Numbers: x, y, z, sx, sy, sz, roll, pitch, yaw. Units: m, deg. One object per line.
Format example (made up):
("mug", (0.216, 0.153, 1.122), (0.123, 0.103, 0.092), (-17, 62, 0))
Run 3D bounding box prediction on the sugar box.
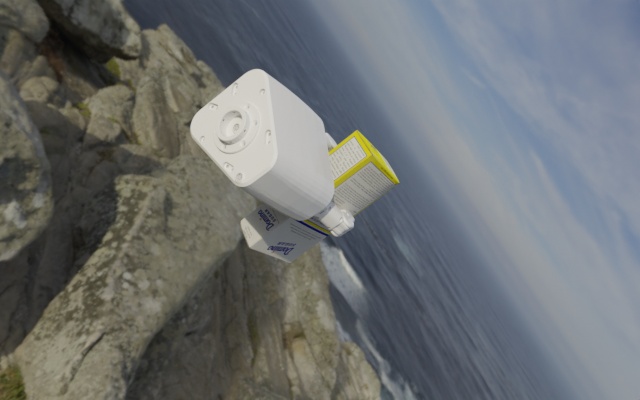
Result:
("sugar box", (0.000, 0.001, 0.564), (0.176, 0.048, 0.093), (-35, -31, 14))
